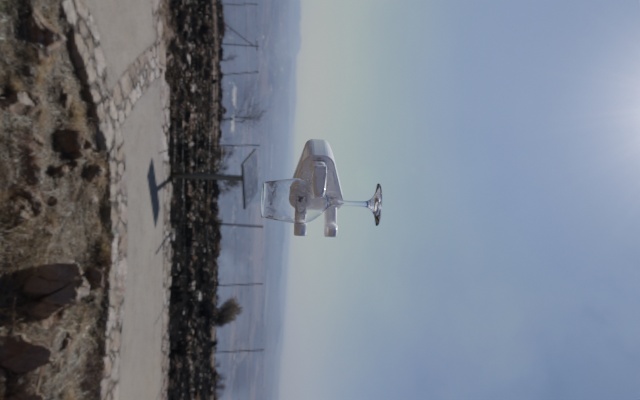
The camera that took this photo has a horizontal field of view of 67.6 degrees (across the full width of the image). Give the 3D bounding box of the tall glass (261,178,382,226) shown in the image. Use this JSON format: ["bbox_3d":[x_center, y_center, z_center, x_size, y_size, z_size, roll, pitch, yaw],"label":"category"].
[{"bbox_3d":[0.001,0.003,0.819,0.201,0.079,0.079,3,0,-3],"label":"tall glass"}]
